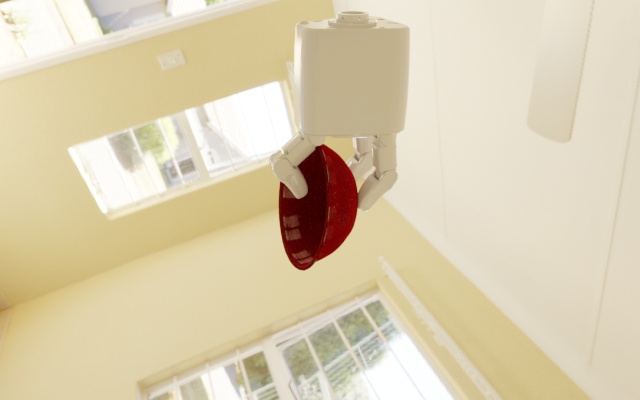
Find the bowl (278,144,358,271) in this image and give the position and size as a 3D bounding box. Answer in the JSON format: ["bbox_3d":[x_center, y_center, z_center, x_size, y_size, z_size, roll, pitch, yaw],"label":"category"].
[{"bbox_3d":[0.000,0.003,0.571,0.055,0.162,0.162,2,-1,-24],"label":"bowl"}]
